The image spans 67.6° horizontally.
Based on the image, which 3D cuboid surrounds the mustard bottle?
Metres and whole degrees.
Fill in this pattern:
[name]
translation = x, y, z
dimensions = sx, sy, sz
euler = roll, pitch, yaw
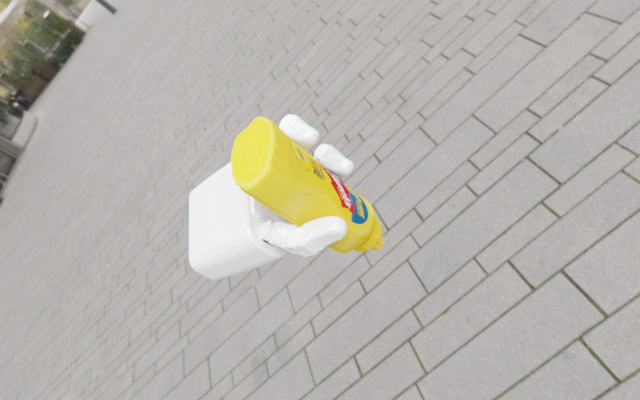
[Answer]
[mustard bottle]
translation = 0.000, 0.001, 0.477
dimensions = 0.192, 0.058, 0.096
euler = 37, 19, -34
